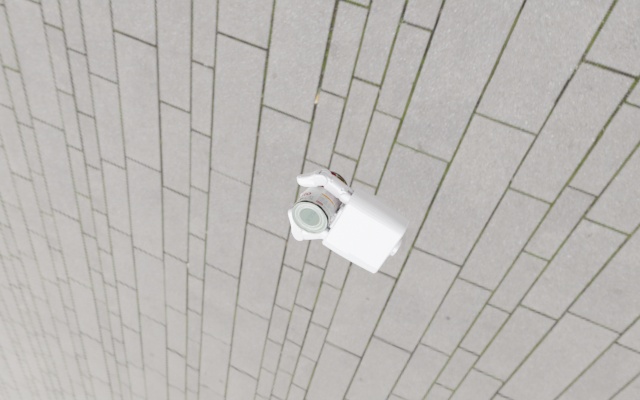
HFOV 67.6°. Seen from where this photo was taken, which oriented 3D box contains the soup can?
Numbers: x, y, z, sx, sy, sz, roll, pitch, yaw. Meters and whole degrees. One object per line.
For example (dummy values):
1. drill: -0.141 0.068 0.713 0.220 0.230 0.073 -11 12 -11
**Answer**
1. soup can: 0.000 0.002 0.821 0.068 0.068 0.102 0 33 26
